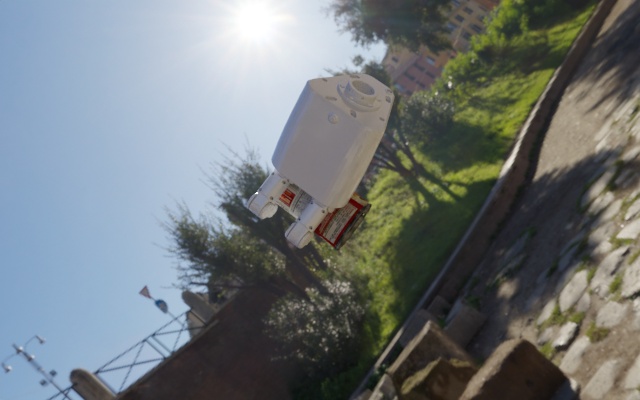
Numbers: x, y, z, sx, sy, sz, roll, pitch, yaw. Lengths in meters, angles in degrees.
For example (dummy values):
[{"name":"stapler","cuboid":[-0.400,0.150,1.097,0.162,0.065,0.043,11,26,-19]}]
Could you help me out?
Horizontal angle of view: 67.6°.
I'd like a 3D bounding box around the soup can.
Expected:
[{"name":"soup can","cuboid":[0.000,0.002,0.568,0.102,0.068,0.068,37,7,10]}]
